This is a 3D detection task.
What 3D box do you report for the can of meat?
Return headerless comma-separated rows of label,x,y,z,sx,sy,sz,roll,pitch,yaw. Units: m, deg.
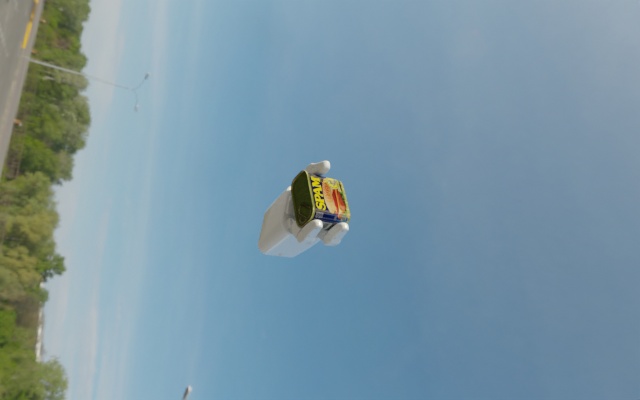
can of meat,0.000,0.003,0.866,0.084,0.102,0.057,11,-38,-33
